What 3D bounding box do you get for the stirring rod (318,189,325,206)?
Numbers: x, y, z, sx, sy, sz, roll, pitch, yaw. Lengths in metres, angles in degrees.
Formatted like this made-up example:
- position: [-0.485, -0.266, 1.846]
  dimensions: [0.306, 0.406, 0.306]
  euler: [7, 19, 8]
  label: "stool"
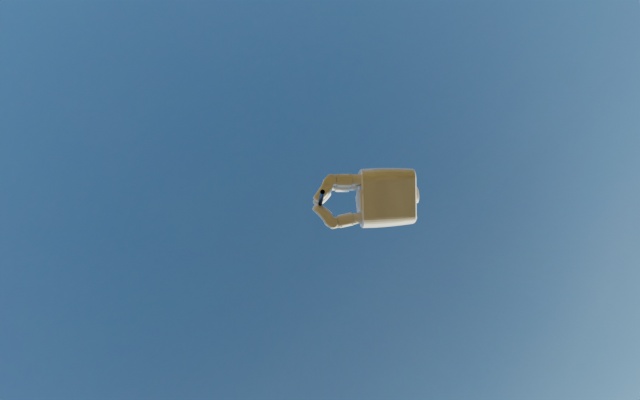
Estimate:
- position: [0.000, 0.003, 0.899]
  dimensions: [0.011, 0.011, 0.239]
  euler: [0, -8, -2]
  label: "stirring rod"
